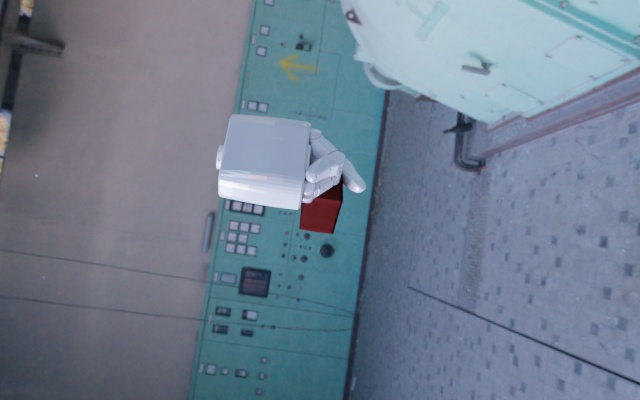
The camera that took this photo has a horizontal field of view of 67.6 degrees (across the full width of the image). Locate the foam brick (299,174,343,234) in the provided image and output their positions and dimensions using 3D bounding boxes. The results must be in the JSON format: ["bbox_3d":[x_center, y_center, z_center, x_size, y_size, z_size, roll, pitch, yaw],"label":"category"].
[{"bbox_3d":[0.000,0.002,0.677,0.051,0.053,0.078,6,-41,-6],"label":"foam brick"}]
